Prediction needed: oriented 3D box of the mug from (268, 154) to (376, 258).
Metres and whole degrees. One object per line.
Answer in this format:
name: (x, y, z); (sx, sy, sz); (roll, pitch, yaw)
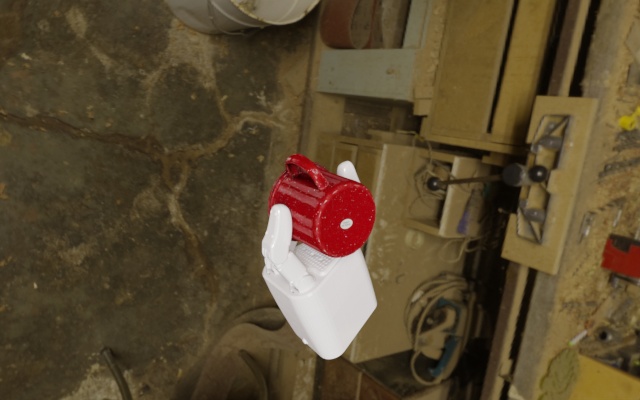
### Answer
mug: (0.000, 0.001, 0.501); (0.093, 0.117, 0.081); (-38, 33, -22)
